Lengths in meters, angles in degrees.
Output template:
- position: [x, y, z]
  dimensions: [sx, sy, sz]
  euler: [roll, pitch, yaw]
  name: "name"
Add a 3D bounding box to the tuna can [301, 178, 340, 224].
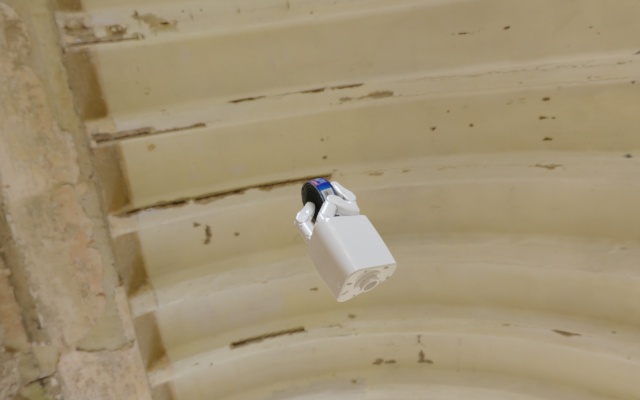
- position: [0.001, 0.003, 0.877]
  dimensions: [0.034, 0.086, 0.086]
  euler: [-20, 9, -26]
  name: "tuna can"
